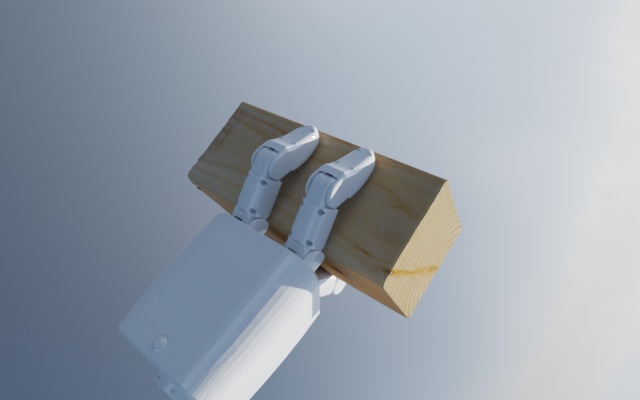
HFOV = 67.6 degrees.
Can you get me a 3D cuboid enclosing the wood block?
[{"bbox_3d":[0.000,0.002,0.406,0.206,0.090,0.091,26,-14,32],"label":"wood block"}]
